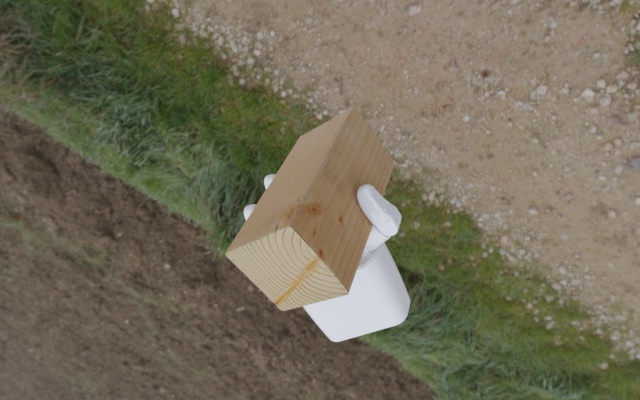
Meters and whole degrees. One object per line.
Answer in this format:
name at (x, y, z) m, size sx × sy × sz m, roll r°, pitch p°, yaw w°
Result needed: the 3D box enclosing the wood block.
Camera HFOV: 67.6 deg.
wood block at (0.001, 0.002, 0.508) m, size 0.091 × 0.090 × 0.206 m, roll -23°, pitch 27°, yaw 36°
